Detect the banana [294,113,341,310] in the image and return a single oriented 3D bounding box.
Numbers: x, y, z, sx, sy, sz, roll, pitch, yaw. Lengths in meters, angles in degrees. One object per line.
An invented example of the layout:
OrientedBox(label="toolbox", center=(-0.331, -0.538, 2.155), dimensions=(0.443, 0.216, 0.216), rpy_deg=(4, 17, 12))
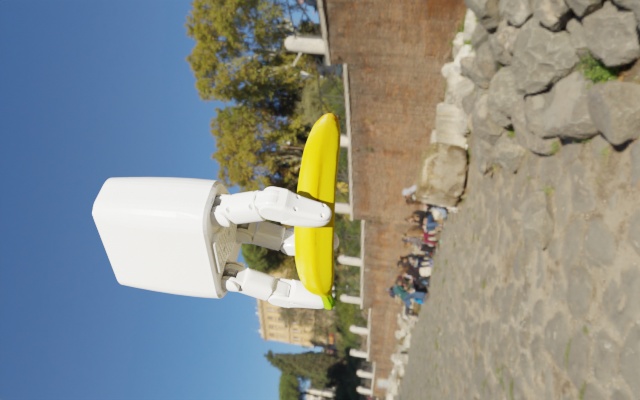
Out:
OrientedBox(label="banana", center=(-0.002, 0.001, 0.450), dimensions=(0.037, 0.197, 0.070), rpy_deg=(2, -12, 7))
